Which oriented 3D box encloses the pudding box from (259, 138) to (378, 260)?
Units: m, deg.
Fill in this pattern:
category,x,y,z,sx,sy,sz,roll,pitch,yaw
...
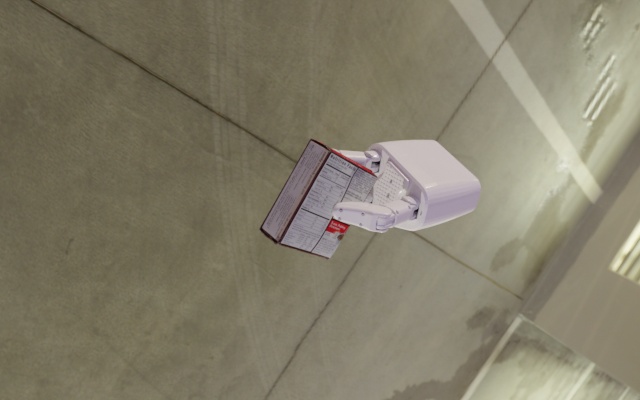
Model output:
category,x,y,z,sx,sy,sz,roll,pitch,yaw
pudding box,0.000,0.002,0.512,0.090,0.113,0.039,24,7,-47
